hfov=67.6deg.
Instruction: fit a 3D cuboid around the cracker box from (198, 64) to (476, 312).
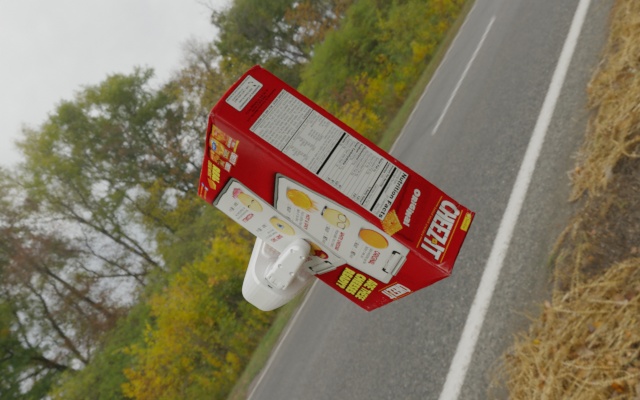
[{"bbox_3d":[0.000,0.001,0.428,0.214,0.072,0.164,34,-27,-2],"label":"cracker box"}]
